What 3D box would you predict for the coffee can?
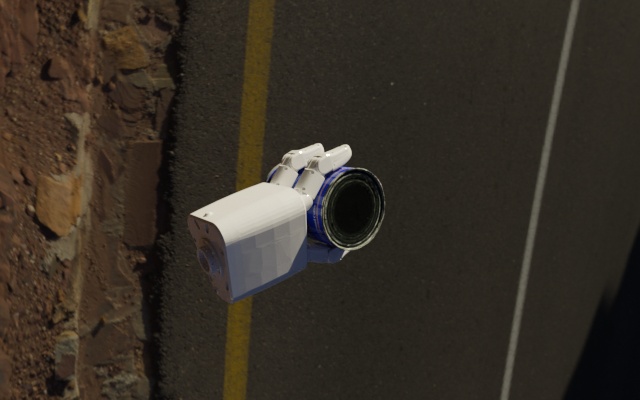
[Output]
[{"bbox_3d":[0.000,0.002,0.635,0.103,0.103,0.140,0,7,-38],"label":"coffee can"}]
